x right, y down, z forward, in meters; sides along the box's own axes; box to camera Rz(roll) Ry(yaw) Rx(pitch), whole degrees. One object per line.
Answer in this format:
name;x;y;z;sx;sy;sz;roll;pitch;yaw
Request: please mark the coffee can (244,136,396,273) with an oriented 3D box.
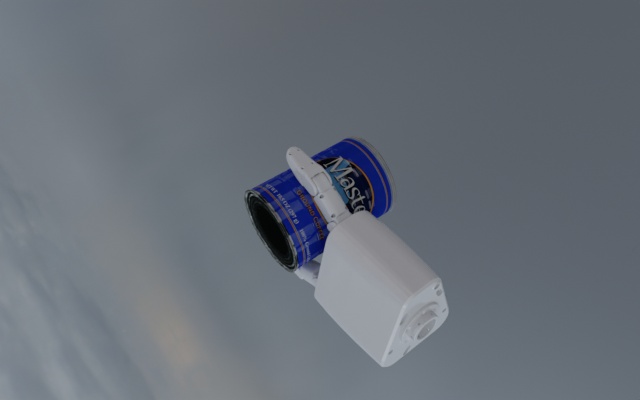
coffee can;0.000;0.002;0.543;0.140;0.103;0.103;-30;12;-22
